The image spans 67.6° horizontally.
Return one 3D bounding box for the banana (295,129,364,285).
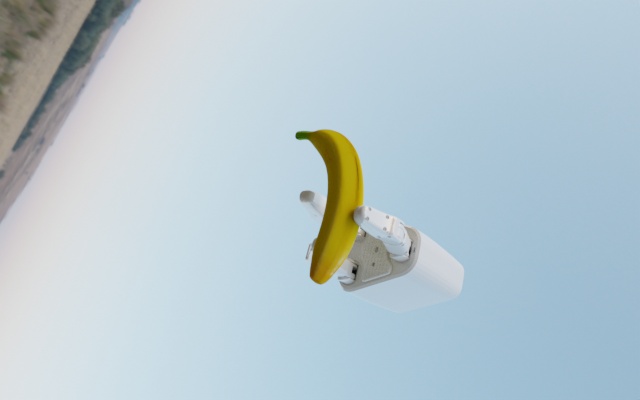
[{"bbox_3d":[0.014,-0.009,0.496,0.070,0.197,0.037,-29,-43,27],"label":"banana"}]
